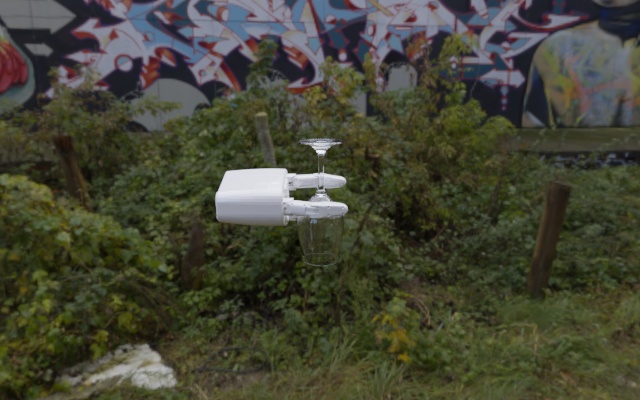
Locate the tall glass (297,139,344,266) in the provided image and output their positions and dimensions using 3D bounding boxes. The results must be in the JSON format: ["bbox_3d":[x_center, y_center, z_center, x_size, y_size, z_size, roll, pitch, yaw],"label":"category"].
[{"bbox_3d":[0.000,0.002,0.782,0.079,0.201,0.079,0,13,0],"label":"tall glass"}]
